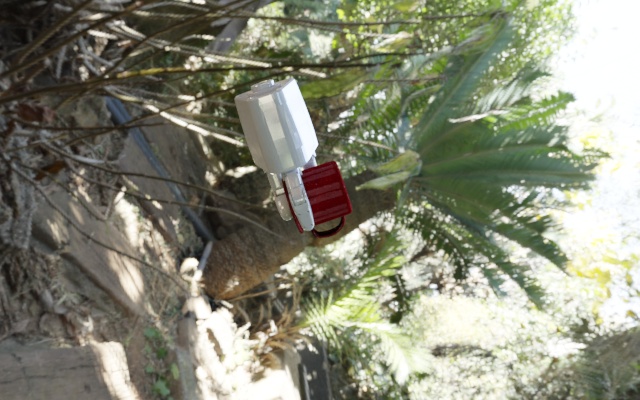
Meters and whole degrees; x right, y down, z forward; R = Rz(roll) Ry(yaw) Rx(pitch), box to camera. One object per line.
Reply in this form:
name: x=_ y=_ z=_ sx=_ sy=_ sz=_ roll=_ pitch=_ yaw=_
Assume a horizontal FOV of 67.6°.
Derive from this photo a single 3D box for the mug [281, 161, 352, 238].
mug: x=0.001 y=0.004 z=0.697 sx=0.081 sy=0.117 sz=0.093 roll=-18 pitch=23 yaw=2
